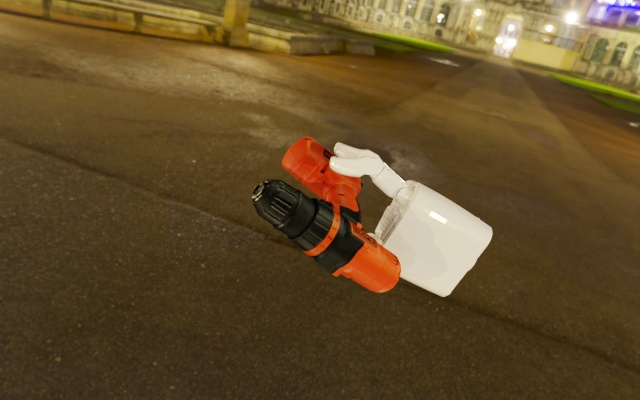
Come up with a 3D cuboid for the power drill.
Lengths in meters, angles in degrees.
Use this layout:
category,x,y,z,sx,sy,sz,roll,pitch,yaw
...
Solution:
category,x,y,z,sx,sy,sz,roll,pitch,yaw
power drill,0.000,0.002,0.535,0.184,0.057,0.187,37,22,-27
